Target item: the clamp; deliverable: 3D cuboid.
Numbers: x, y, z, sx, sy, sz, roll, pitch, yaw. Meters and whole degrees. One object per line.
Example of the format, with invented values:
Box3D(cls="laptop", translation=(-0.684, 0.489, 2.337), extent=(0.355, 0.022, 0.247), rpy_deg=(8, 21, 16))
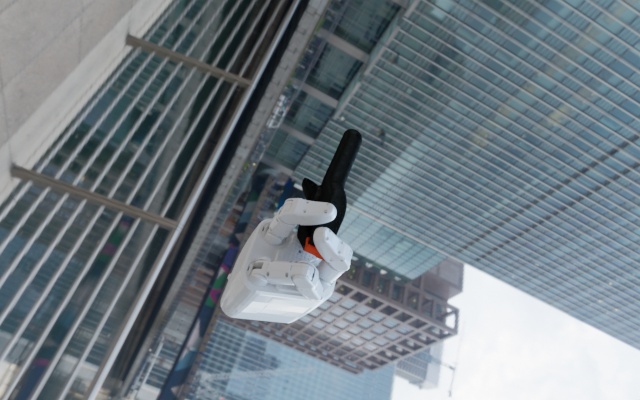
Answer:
Box3D(cls="clamp", translation=(0.001, 0.002, 0.581), extent=(0.039, 0.171, 0.120), rpy_deg=(27, -38, -12))
